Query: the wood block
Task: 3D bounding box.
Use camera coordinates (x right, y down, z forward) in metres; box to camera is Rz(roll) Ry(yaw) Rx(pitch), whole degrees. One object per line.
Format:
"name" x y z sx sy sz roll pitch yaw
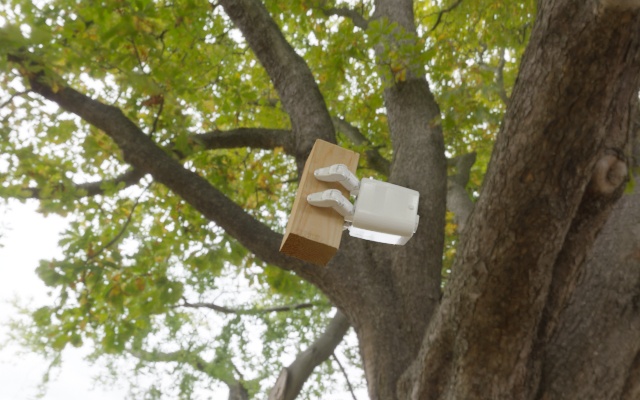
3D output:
"wood block" 0.000 0.003 0.881 0.090 0.206 0.091 19 -32 -6
